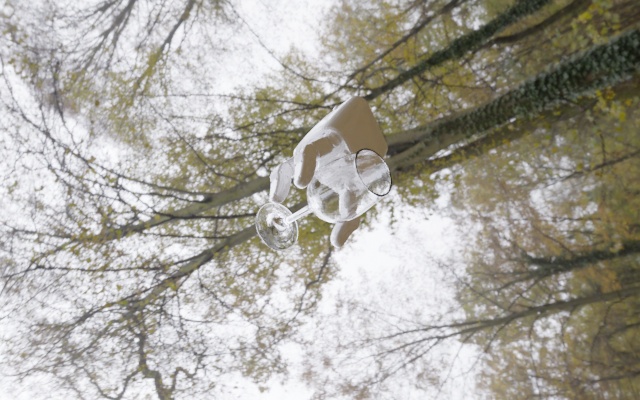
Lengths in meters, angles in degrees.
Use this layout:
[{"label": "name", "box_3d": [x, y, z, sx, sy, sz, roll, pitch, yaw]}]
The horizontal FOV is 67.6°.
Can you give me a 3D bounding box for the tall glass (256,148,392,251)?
[{"label": "tall glass", "box_3d": [0.000, 0.002, 0.629, 0.079, 0.079, 0.201, 0, -21, -43]}]
